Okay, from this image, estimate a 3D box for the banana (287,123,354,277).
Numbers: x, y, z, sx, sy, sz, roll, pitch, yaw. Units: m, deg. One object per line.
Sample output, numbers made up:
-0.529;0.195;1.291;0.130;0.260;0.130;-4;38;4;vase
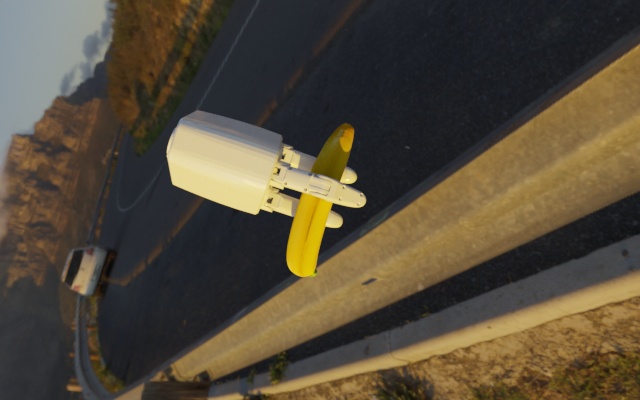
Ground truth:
-0.005;0.010;0.536;0.037;0.198;0.069;19;21;8;banana
